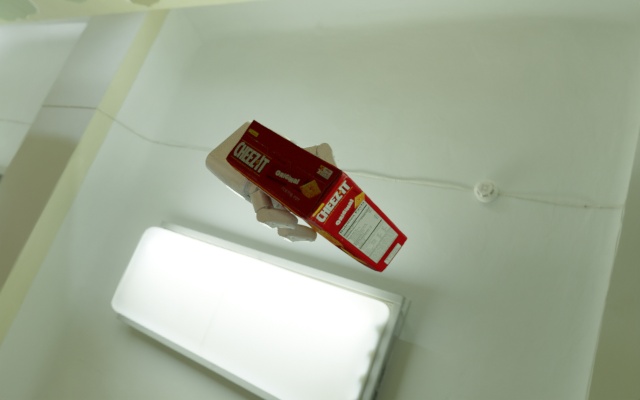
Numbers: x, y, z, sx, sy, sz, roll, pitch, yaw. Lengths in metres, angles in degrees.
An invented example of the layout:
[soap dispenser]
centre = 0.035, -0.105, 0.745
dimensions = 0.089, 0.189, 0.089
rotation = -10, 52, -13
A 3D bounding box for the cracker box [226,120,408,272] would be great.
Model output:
[cracker box]
centre = 0.000, 0.002, 0.625
dimensions = 0.164, 0.072, 0.214
rotation = 33, -4, 37
